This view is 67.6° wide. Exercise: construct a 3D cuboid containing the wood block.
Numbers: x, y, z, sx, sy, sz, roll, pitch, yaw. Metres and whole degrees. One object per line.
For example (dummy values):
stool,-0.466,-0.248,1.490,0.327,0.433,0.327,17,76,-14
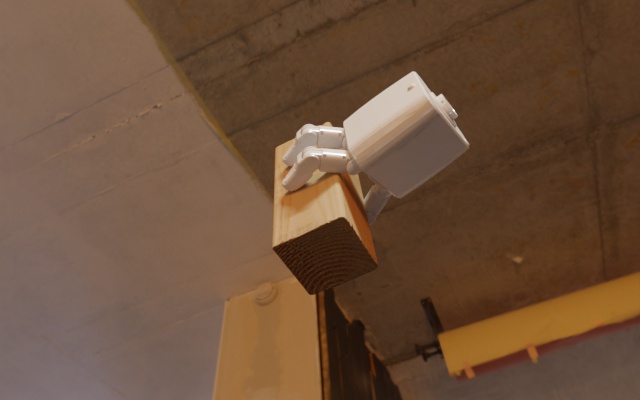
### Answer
wood block,0.001,0.002,0.600,0.090,0.091,0.206,-25,34,14
